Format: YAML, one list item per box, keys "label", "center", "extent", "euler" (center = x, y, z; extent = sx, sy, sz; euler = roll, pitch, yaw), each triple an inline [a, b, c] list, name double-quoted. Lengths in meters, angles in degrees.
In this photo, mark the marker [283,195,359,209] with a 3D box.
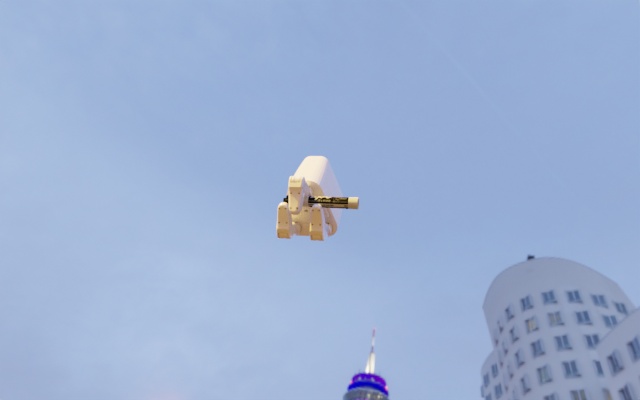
- label: "marker"
  center: [0.000, 0.002, 0.756]
  extent: [0.121, 0.020, 0.020]
  euler: [2, 0, 11]
